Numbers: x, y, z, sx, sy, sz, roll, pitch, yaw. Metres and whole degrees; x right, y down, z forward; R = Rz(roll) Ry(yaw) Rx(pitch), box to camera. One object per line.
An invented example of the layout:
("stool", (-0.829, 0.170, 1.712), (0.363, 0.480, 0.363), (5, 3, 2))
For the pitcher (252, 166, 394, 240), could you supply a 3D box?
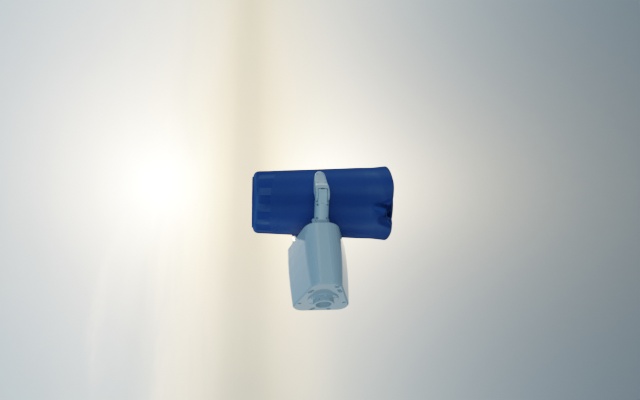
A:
("pitcher", (0.000, 0.003, 0.850), (0.243, 0.145, 0.149), (1, -34, -9))
